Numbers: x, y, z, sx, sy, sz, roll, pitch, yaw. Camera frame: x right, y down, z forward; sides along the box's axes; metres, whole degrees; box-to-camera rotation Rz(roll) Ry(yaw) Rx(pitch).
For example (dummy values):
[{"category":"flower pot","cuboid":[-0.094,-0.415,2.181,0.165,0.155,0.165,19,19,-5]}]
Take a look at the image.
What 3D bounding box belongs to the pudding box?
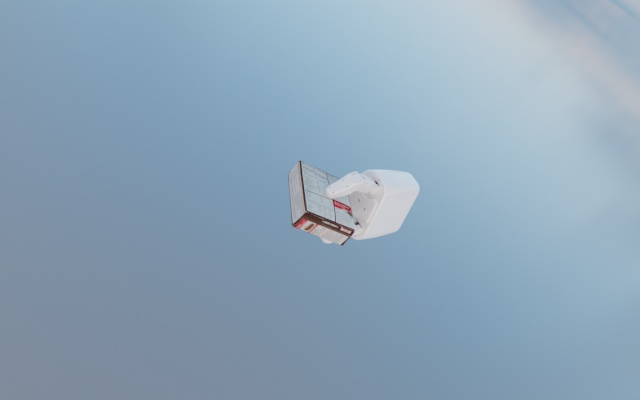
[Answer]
[{"category":"pudding box","cuboid":[0.000,0.002,0.705,0.090,0.113,0.039,22,-54,-27]}]
